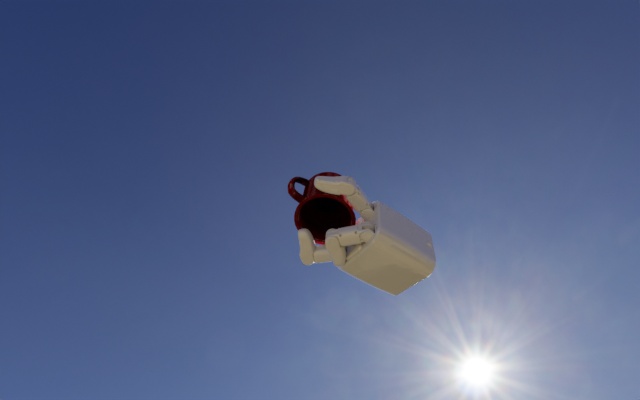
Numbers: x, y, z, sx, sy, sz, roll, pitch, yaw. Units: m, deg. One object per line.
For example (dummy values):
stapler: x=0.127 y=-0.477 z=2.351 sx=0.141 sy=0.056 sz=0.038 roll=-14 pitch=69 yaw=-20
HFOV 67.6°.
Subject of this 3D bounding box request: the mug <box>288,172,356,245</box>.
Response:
mug: x=-0.001 y=0.002 z=0.743 sx=0.117 sy=0.093 sz=0.081 roll=30 pitch=31 yaw=-13
